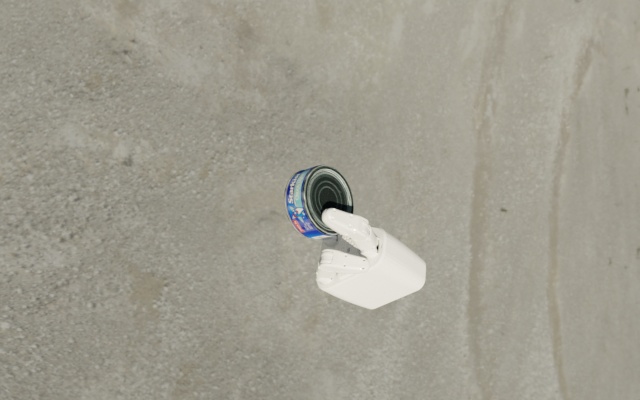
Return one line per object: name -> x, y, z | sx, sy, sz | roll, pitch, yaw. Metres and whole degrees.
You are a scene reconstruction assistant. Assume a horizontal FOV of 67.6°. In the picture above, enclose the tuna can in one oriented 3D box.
tuna can -> 0.000, 0.002, 0.564 | 0.086, 0.086, 0.034 | 0, -10, -45
